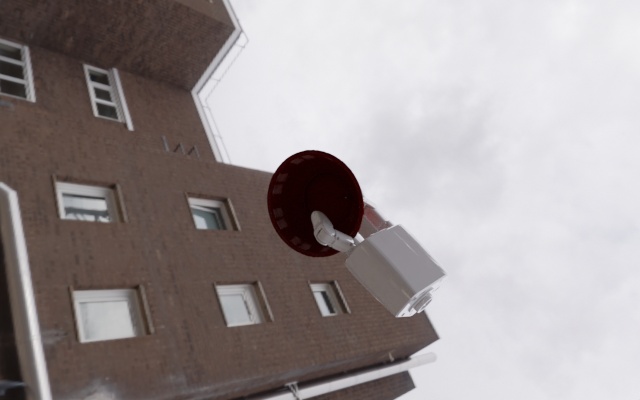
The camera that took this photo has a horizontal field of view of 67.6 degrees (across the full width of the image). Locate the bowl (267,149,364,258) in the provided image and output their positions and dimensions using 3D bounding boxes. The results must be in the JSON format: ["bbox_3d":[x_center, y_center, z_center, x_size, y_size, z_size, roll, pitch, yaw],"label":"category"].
[{"bbox_3d":[0.000,0.001,0.730,0.162,0.162,0.055,0,8,27],"label":"bowl"}]
